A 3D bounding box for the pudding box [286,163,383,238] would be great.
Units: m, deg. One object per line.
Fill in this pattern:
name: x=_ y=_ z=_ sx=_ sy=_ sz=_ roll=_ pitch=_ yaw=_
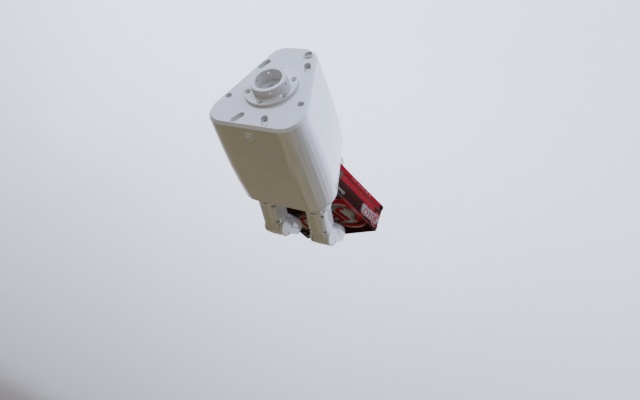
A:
pudding box: x=0.000 y=0.002 z=0.540 sx=0.113 sy=0.039 sz=0.090 roll=-9 pitch=-43 yaw=46
